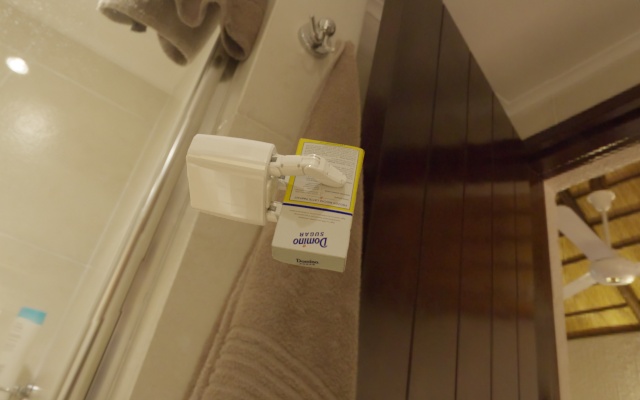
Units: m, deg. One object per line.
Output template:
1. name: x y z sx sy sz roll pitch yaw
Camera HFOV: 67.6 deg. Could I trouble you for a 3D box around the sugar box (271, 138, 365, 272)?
1. sugar box: 0.000 0.002 0.628 0.093 0.176 0.048 10 -32 5
